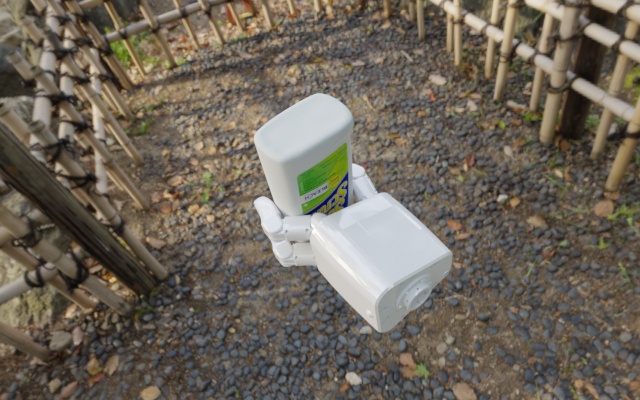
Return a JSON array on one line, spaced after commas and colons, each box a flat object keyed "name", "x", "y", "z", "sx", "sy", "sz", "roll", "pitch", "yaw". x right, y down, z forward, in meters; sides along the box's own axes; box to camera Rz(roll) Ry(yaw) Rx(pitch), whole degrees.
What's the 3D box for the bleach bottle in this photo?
[{"name": "bleach bottle", "x": 0.000, "y": 0.002, "z": 0.569, "sx": 0.102, "sy": 0.251, "sz": 0.068, "roll": -34, "pitch": 54, "yaw": -15}]
